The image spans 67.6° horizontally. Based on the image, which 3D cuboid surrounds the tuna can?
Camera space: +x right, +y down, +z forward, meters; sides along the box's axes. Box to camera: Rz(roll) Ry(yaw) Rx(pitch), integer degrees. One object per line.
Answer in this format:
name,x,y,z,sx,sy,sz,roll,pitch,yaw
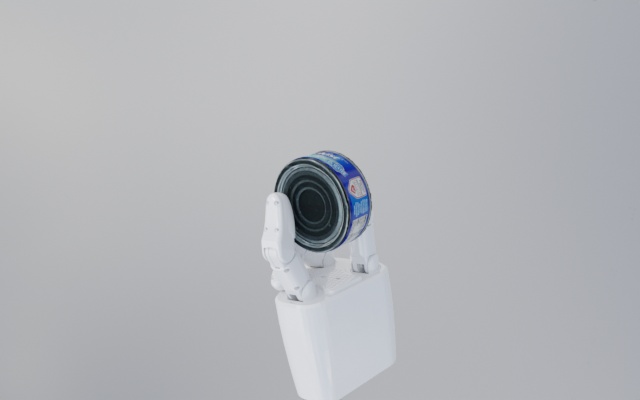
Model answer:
tuna can,0.000,0.001,0.415,0.086,0.086,0.033,0,14,40
